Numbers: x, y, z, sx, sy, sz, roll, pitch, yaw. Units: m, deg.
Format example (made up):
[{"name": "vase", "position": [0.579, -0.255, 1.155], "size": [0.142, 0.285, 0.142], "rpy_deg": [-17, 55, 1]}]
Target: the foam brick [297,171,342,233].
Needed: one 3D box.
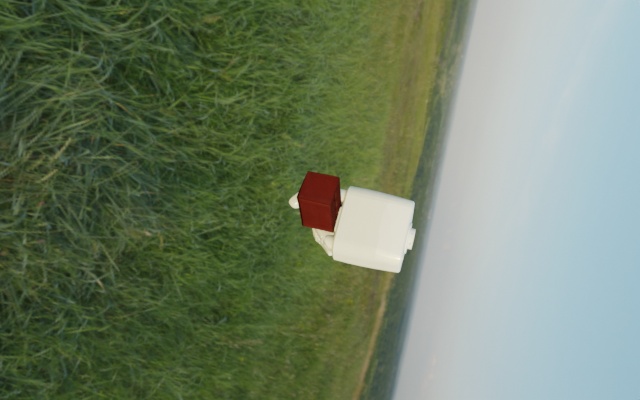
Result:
[{"name": "foam brick", "position": [0.000, 0.002, 0.716], "size": [0.051, 0.053, 0.078], "rpy_deg": [12, -33, 13]}]
